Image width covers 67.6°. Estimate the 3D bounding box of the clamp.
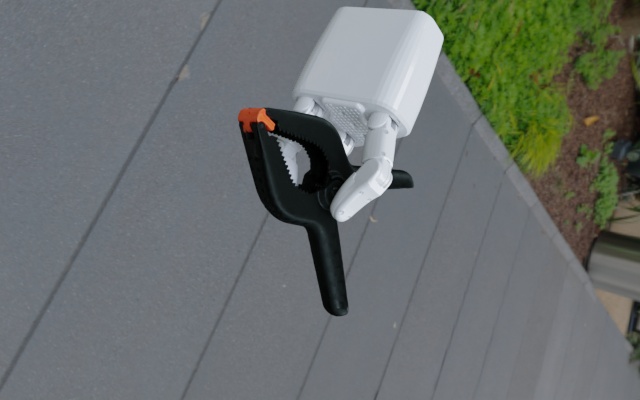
[{"bbox_3d":[0.000,0.001,0.419,0.036,0.164,0.210,10,-20,45],"label":"clamp"}]
